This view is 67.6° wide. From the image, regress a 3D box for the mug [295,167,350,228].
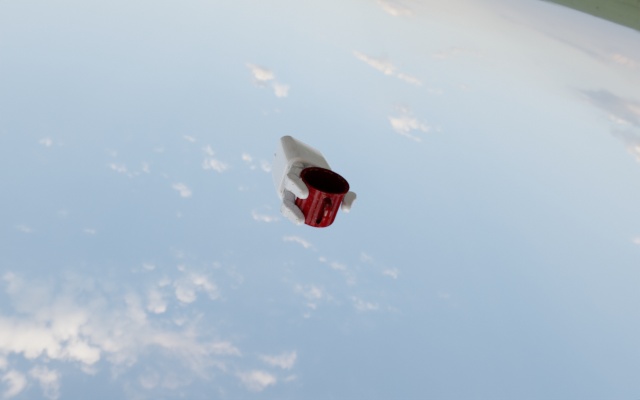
[{"bbox_3d":[0.000,0.004,0.867,0.093,0.081,0.117,7,32,-20],"label":"mug"}]
